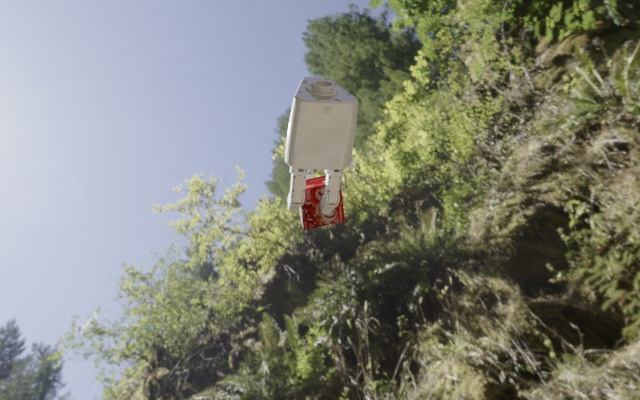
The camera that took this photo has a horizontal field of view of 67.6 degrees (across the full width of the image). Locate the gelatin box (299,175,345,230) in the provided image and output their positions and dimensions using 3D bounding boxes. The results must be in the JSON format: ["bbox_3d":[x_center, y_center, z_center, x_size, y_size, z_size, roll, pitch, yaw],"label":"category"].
[{"bbox_3d":[0.000,0.003,0.798,0.073,0.089,0.030,-12,40,-7],"label":"gelatin box"}]
